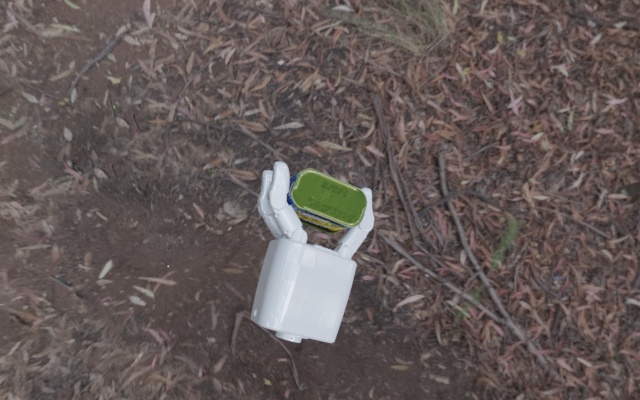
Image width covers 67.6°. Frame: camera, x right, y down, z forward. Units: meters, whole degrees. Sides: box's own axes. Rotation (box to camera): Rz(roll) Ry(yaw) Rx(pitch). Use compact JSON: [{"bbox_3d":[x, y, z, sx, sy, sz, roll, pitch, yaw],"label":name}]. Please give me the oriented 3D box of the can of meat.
[{"bbox_3d":[0.000,0.002,0.614,0.102,0.057,0.084,22,-12,-14],"label":"can of meat"}]
